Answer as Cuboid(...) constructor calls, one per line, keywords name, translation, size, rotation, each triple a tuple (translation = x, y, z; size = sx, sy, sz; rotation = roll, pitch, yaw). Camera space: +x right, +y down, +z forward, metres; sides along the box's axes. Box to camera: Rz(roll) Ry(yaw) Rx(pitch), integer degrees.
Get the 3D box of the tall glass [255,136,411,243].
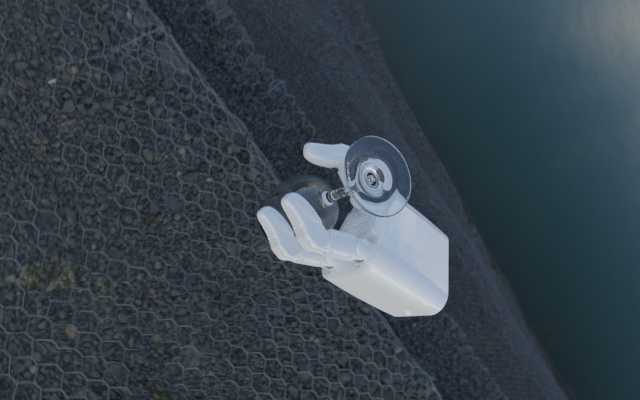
Cuboid(name="tall glass", translation=(0.000, 0.001, 0.500), size=(0.079, 0.079, 0.201), rotation=(0, -13, -32))
